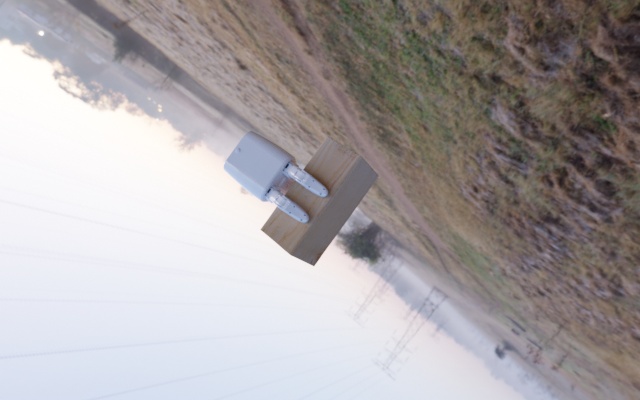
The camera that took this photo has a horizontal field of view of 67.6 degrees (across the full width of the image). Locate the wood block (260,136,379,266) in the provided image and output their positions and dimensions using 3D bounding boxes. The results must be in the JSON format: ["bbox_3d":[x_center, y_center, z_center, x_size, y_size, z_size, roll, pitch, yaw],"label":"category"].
[{"bbox_3d":[0.000,0.003,0.864,0.090,0.206,0.091,35,-1,33],"label":"wood block"}]
